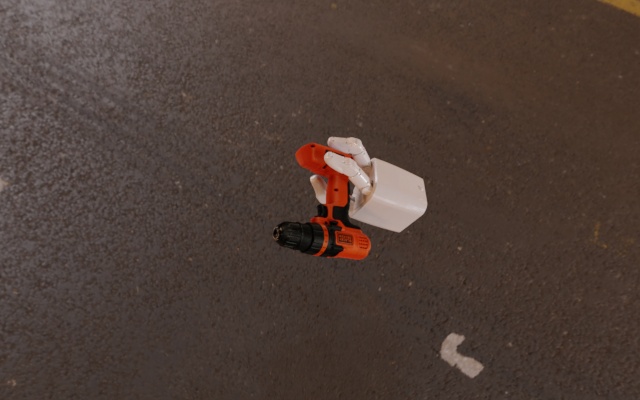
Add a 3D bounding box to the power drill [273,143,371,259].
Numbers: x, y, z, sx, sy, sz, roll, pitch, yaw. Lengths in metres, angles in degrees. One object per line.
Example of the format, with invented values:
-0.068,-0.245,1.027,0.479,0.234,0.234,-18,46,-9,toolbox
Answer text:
0.000,0.002,0.796,0.184,0.187,0.057,14,-26,-37,power drill
